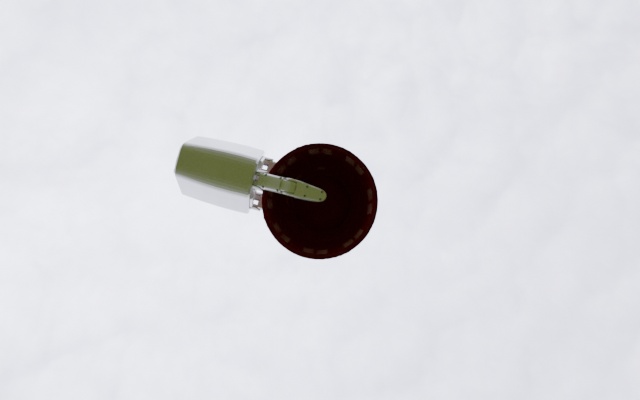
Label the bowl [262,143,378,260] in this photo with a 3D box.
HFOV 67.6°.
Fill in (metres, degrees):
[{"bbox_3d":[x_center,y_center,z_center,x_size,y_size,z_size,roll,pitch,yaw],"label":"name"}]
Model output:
[{"bbox_3d":[0.001,0.003,0.682,0.162,0.162,0.055,0,-4,4],"label":"bowl"}]
